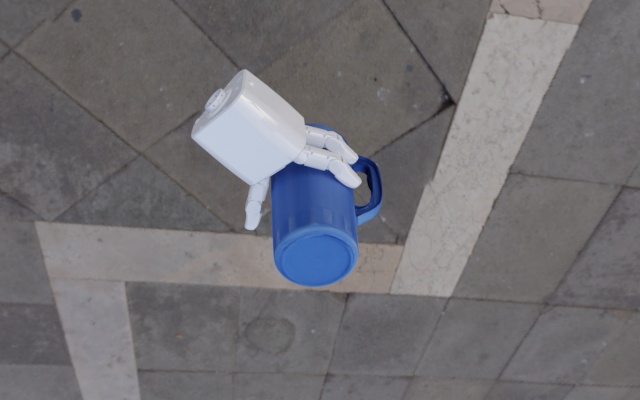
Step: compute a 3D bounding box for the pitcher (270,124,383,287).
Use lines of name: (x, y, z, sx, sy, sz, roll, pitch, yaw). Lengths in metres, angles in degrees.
pitcher: (0.000, 0.002, 0.687, 0.149, 0.242, 0.145, -37, -59, 22)
